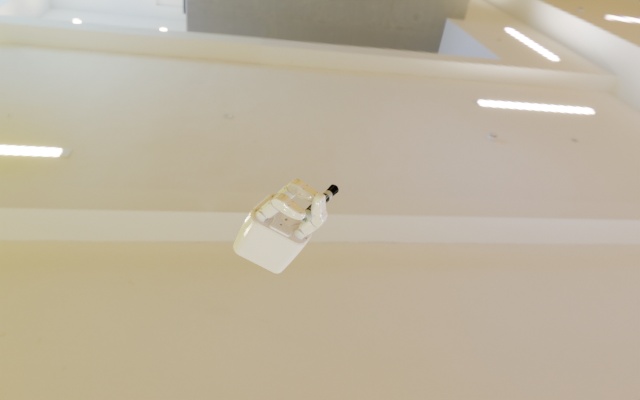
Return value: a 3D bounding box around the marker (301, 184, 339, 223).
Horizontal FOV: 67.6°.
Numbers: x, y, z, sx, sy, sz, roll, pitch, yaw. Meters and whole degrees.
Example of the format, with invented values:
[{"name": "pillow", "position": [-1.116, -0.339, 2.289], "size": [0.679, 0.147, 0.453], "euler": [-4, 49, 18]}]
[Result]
[{"name": "marker", "position": [0.000, 0.003, 0.848], "size": [0.020, 0.020, 0.121], "euler": [0, 27, 31]}]
